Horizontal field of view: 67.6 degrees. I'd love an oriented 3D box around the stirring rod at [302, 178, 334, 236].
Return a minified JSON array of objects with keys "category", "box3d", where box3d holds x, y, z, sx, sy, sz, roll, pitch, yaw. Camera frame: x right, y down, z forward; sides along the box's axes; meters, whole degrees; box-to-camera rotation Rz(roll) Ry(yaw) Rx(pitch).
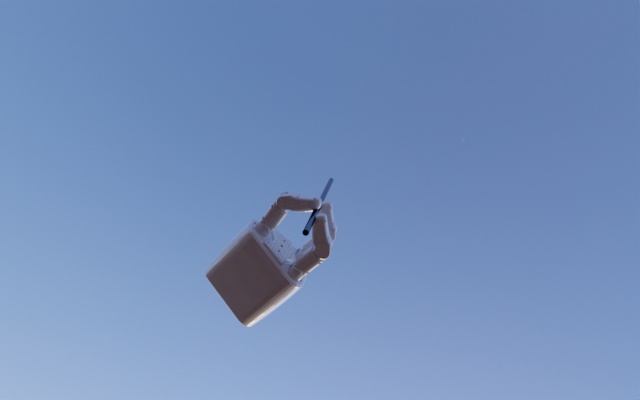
[{"category":"stirring rod","box3d":[0.000,0.002,0.677,0.011,0.011,0.239,0,17,9]}]
